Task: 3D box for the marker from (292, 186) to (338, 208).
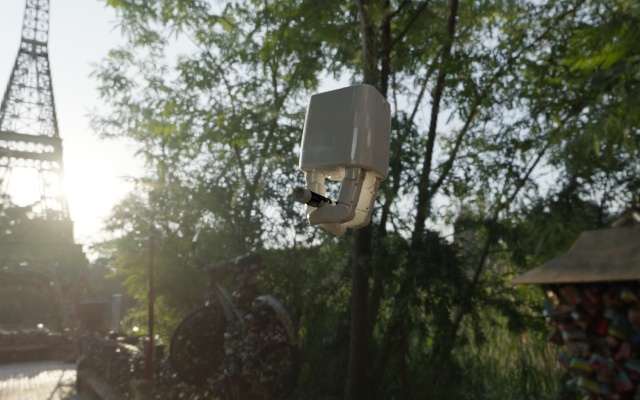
[{"bbox_3d":[0.000,0.002,0.609,0.020,0.020,0.121,0,-9,25],"label":"marker"}]
